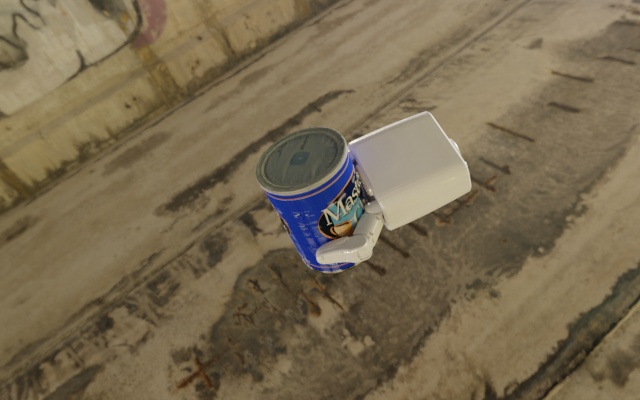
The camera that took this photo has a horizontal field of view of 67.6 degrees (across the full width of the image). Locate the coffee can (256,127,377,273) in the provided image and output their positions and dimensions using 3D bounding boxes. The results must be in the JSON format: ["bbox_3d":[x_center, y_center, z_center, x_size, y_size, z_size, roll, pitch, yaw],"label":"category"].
[{"bbox_3d":[0.000,0.002,0.552,0.103,0.102,0.140,0,-43,26],"label":"coffee can"}]
